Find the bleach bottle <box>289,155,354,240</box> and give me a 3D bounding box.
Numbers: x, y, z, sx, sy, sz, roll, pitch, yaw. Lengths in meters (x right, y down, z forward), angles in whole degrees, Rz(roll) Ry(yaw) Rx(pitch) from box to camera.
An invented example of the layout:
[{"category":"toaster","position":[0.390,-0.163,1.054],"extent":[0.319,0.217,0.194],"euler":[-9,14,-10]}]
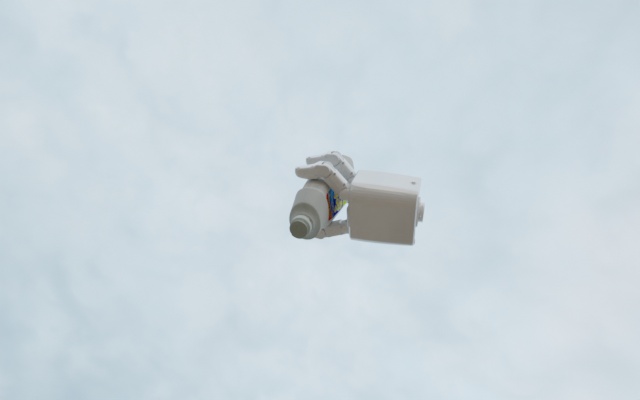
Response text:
[{"category":"bleach bottle","position":[0.000,0.002,0.794],"extent":[0.068,0.103,0.250],"euler":[8,24,13]}]
